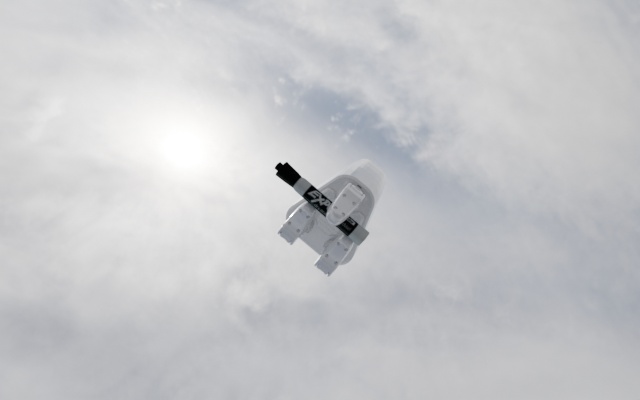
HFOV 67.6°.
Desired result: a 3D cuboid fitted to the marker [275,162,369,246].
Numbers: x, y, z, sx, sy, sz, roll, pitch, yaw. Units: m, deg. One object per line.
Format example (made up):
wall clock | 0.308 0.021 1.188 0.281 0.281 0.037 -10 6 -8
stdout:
marker | 0.000 0.002 0.503 0.121 0.020 0.020 41 2 2
